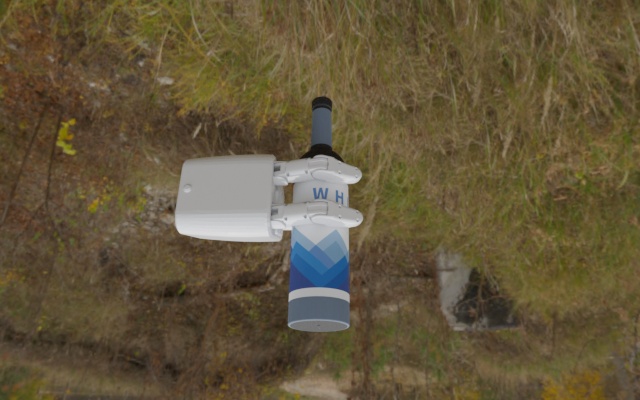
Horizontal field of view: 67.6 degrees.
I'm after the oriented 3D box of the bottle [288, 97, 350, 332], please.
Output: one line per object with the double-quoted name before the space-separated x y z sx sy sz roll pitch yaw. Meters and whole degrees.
"bottle" 0.000 0.002 0.574 0.069 0.295 0.069 1 -25 0
